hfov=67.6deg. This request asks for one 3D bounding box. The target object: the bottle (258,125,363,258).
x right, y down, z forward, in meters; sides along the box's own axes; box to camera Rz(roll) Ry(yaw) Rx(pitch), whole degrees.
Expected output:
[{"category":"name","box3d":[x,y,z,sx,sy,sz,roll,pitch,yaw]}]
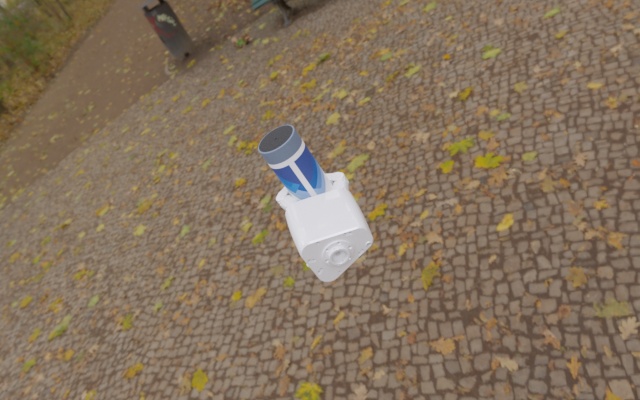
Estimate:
[{"category":"bottle","box3d":[0.000,0.002,0.824,0.069,0.069,0.296,0,-42,39]}]
